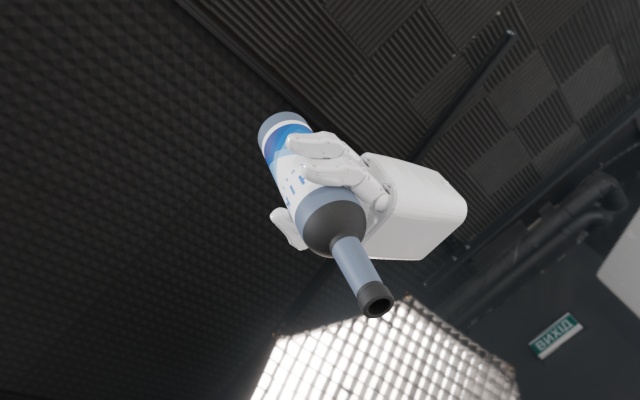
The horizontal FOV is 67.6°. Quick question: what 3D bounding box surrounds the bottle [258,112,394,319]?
[{"bbox_3d":[0.000,0.001,0.491,0.069,0.069,0.295,0,35,-23],"label":"bottle"}]
